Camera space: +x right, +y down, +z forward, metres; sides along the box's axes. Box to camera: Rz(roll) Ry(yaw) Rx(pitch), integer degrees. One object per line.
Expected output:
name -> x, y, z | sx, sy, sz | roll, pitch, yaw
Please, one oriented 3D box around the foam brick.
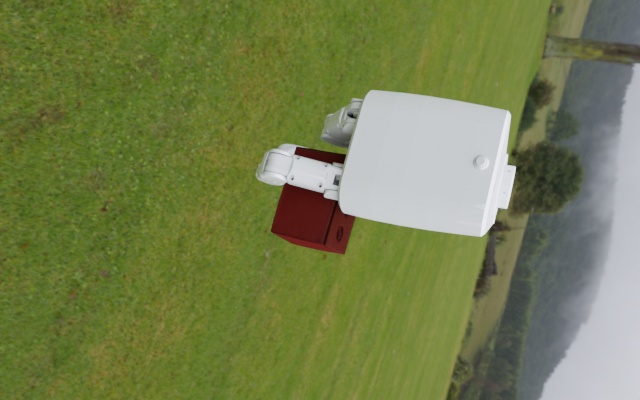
foam brick -> 0.000, 0.002, 0.405 | 0.051, 0.078, 0.053 | 13, -10, 22
